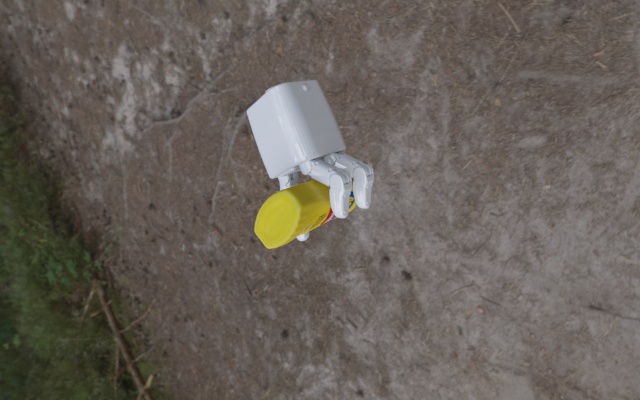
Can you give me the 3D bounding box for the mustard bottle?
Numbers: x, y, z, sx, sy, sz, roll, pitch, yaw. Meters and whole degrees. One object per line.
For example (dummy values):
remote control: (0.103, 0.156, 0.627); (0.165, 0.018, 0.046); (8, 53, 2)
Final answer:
mustard bottle: (0.000, 0.003, 0.667); (0.191, 0.058, 0.096); (-23, -23, -49)
